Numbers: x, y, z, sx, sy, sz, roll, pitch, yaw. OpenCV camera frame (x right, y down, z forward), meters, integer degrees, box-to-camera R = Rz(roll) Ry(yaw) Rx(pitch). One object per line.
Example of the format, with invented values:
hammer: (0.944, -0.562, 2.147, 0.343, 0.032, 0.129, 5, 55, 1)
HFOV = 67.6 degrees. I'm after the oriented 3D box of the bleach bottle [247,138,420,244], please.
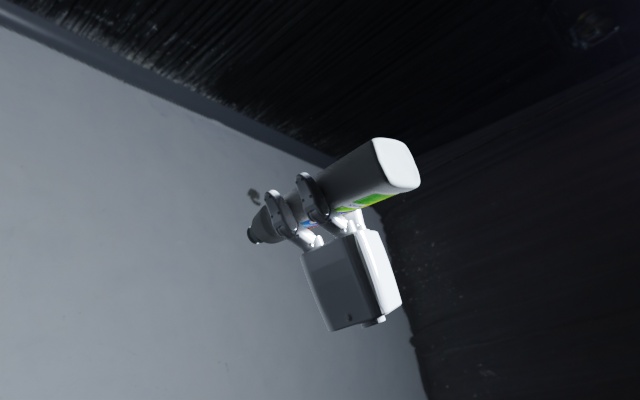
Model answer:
bleach bottle: (0.000, 0.002, 0.639, 0.251, 0.068, 0.102, -28, -15, 33)
